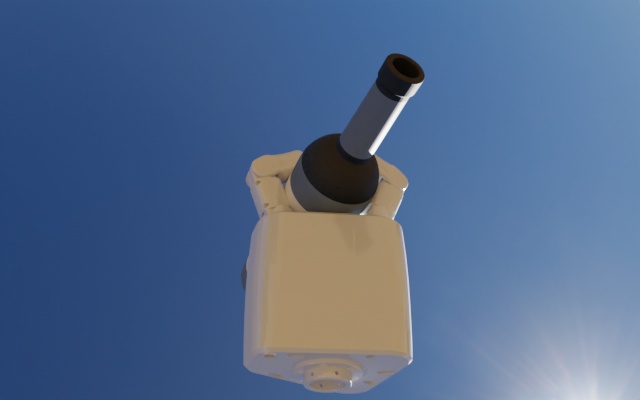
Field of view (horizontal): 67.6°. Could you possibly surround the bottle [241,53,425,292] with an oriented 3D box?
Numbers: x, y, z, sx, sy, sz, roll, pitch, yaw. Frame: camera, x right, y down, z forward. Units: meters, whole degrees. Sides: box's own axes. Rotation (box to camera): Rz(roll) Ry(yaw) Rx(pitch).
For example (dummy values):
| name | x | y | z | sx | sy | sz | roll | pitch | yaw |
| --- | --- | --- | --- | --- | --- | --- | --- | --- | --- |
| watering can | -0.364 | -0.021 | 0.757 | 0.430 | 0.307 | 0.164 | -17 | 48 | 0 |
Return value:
| name | x | y | z | sx | sy | sz | roll | pitch | yaw |
| --- | --- | --- | --- | --- | --- | --- | --- | --- | --- |
| bottle | 0.000 | 0.001 | 0.405 | 0.069 | 0.069 | 0.296 | 0 | -35 | -26 |
